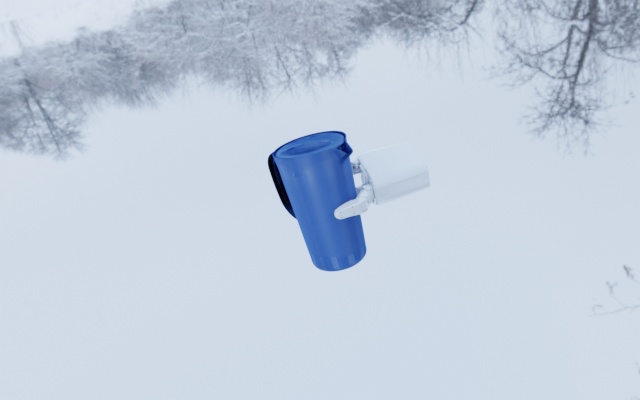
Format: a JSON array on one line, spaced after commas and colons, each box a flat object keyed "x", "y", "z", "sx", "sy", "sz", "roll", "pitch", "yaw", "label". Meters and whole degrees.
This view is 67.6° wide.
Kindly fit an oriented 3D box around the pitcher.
[{"x": 0.000, "y": 0.003, "z": 0.879, "sx": 0.145, "sy": 0.243, "sz": 0.149, "roll": -17, "pitch": 22, "yaw": -5, "label": "pitcher"}]
